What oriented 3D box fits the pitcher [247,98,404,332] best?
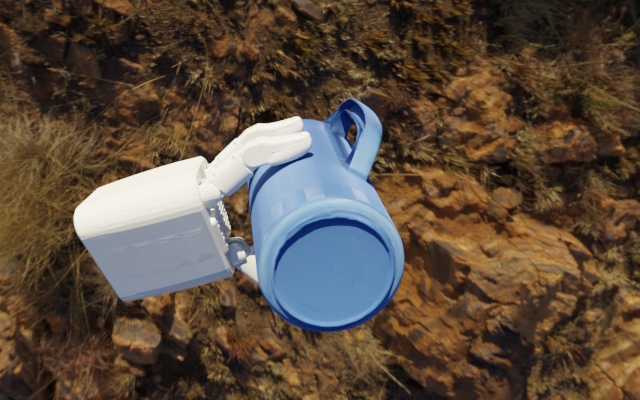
[{"bbox_3d":[0.000,0.002,0.444,0.145,0.149,0.242,-13,21,-3],"label":"pitcher"}]
